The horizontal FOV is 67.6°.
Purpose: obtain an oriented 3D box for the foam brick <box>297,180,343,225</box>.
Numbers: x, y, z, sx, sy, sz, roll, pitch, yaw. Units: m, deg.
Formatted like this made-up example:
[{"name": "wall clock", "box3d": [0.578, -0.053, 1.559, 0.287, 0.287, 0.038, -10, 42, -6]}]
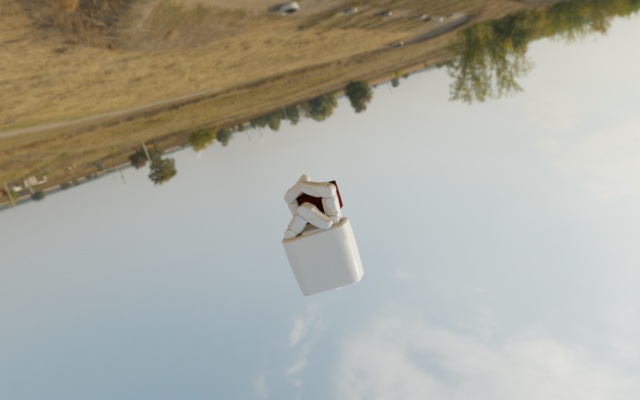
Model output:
[{"name": "foam brick", "box3d": [0.000, 0.003, 0.846, 0.053, 0.051, 0.078, -14, 12, 23]}]
